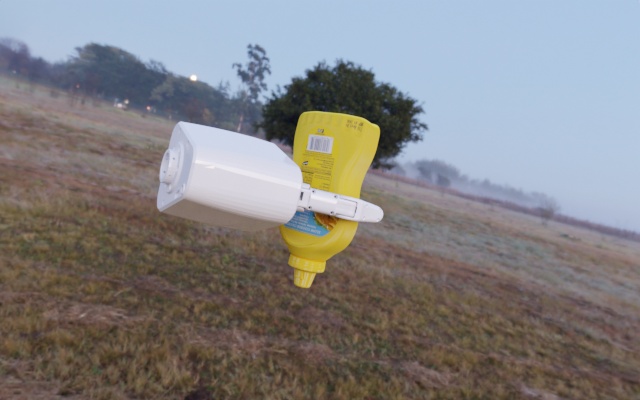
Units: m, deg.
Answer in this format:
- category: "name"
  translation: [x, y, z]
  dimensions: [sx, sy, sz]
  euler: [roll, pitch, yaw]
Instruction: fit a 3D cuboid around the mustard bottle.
- category: "mustard bottle"
  translation: [0.000, 0.002, 0.529]
  dimensions: [0.096, 0.191, 0.058]
  euler: [13, 1, 35]
